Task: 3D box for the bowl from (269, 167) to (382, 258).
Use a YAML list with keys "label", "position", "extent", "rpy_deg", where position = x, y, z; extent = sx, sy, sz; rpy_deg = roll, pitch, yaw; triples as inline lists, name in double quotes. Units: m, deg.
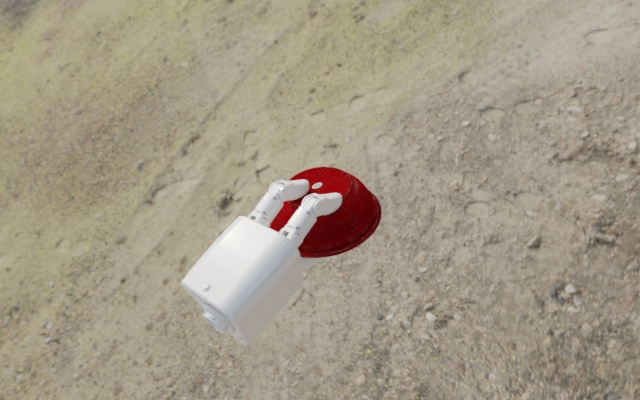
- label: "bowl"
  position: [0.001, 0.001, 0.647]
  extent: [0.162, 0.055, 0.162]
  rpy_deg: [-7, 37, 5]
